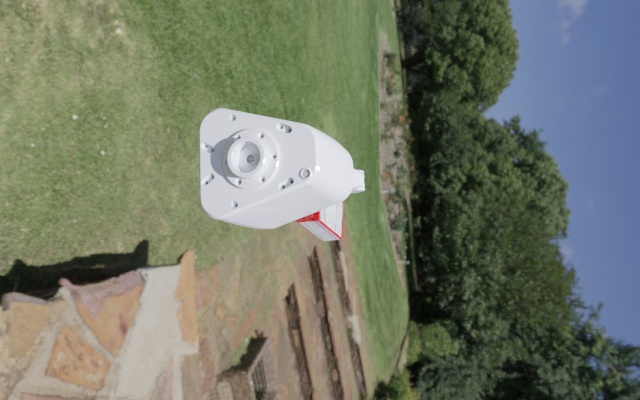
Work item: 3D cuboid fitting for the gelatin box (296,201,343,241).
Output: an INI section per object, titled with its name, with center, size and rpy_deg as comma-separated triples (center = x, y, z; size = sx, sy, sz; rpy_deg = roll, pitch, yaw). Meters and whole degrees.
[gelatin box]
center = 0.001, 0.002, 0.561
size = 0.030, 0.073, 0.089
rpy_deg = -6, -20, 20
